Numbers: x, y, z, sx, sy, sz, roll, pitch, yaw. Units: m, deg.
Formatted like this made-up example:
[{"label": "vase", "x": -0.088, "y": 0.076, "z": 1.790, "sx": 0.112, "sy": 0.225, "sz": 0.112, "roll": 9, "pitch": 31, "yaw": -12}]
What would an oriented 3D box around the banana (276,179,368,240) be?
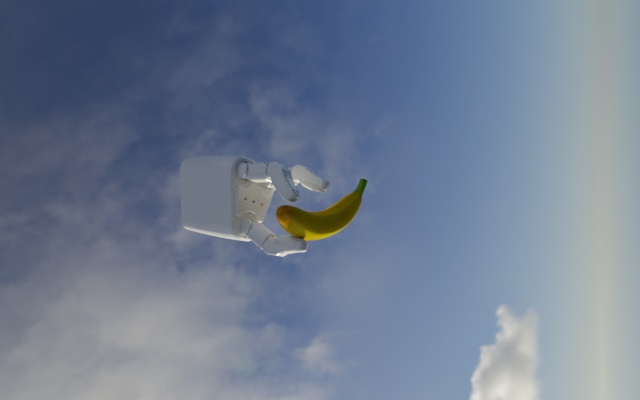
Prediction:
[{"label": "banana", "x": 0.002, "y": 0.019, "z": 0.646, "sx": 0.037, "sy": 0.070, "sz": 0.197, "roll": 9, "pitch": 18, "yaw": 33}]
